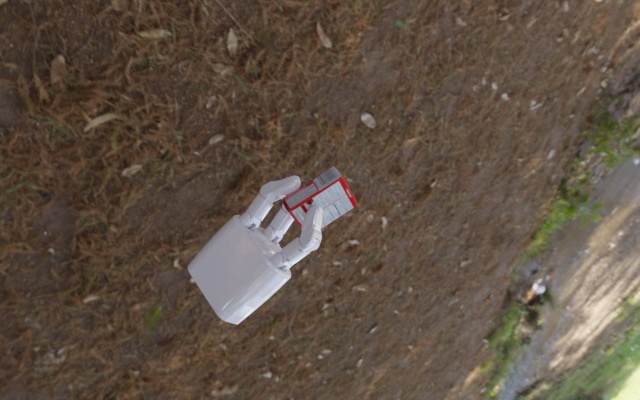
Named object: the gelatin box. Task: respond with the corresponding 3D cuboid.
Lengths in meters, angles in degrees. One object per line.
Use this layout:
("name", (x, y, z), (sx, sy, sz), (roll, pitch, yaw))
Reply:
("gelatin box", (0.001, 0.002, 0.674), (0.089, 0.030, 0.073), (-33, -40, 0))
